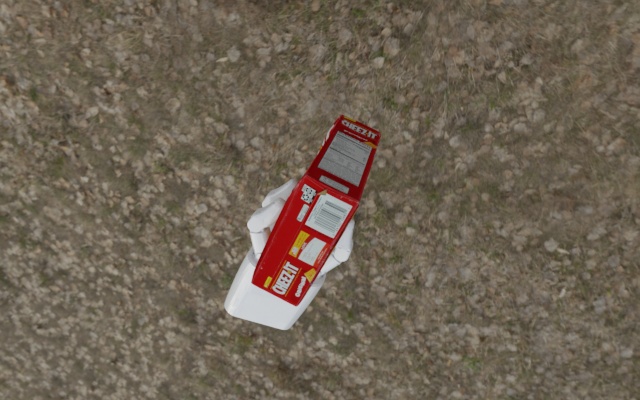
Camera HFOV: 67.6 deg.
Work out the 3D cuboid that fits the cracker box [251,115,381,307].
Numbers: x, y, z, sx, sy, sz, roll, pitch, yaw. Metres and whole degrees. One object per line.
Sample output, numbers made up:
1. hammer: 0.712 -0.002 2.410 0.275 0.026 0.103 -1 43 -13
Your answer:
1. cracker box: 0.000 0.002 0.605 0.072 0.164 0.213 27 30 -1
